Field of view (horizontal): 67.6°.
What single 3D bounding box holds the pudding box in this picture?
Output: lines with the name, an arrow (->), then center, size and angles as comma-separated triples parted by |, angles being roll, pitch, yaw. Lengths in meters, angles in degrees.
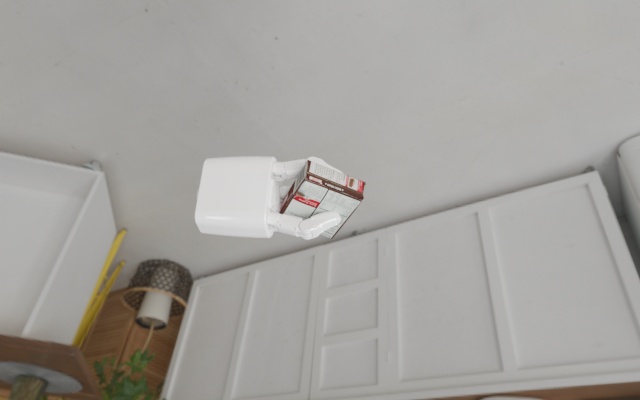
pudding box -> 0.000, 0.002, 0.684 | 0.090, 0.039, 0.113 | 20, -38, -13
